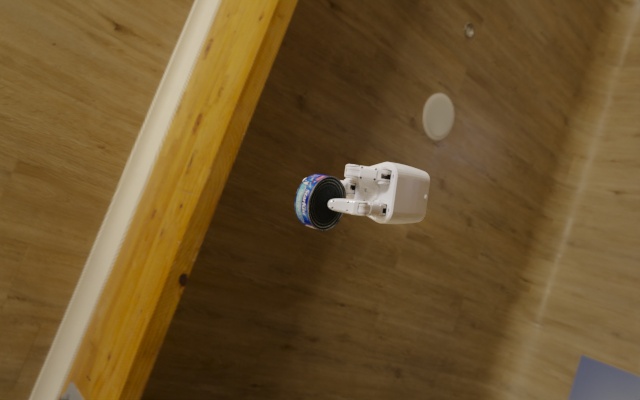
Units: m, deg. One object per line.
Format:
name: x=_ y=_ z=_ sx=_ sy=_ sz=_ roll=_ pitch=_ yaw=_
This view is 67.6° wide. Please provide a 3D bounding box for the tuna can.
tuna can: x=0.000 y=0.002 z=0.743 sx=0.033 sy=0.086 sz=0.086 roll=14 pitch=9 yaw=42
